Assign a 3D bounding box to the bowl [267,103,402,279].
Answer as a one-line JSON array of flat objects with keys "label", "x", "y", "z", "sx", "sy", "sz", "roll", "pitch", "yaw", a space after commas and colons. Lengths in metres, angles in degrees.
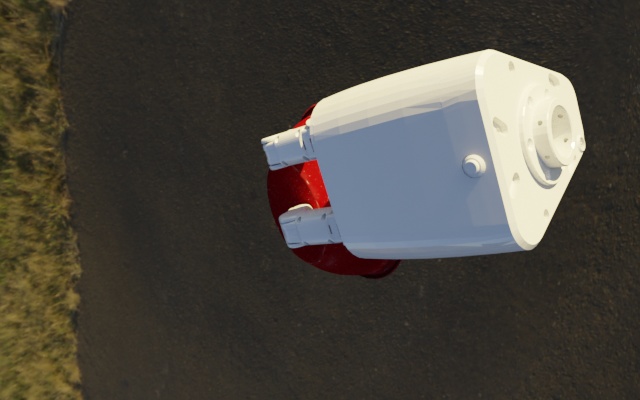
[{"label": "bowl", "x": -0.001, "y": 0.002, "z": 0.408, "sx": 0.055, "sy": 0.162, "sz": 0.162, "roll": -21, "pitch": 10, "yaw": -28}]
